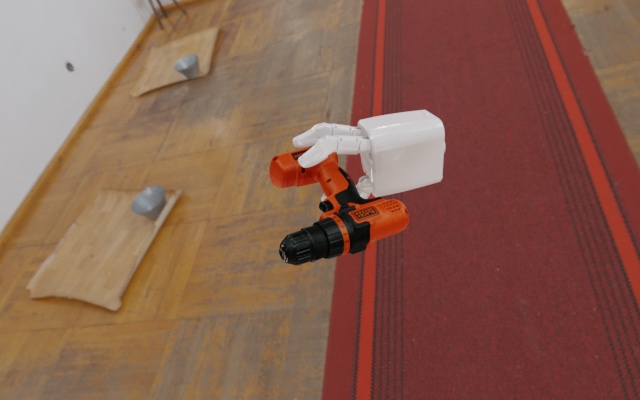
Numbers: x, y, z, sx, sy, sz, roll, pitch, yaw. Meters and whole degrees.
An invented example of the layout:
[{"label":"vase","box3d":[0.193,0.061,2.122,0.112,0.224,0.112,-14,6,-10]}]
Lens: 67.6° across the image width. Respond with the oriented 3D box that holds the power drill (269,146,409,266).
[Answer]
[{"label":"power drill","box3d":[0.000,0.002,0.657,0.184,0.057,0.187,-15,45,-25]}]
